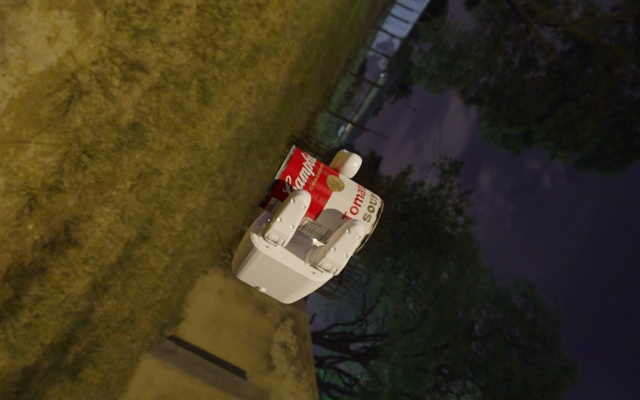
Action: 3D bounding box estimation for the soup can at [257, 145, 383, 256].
[{"bbox_3d":[0.001,0.001,0.460,0.102,0.068,0.068,30,-4,-7],"label":"soup can"}]
